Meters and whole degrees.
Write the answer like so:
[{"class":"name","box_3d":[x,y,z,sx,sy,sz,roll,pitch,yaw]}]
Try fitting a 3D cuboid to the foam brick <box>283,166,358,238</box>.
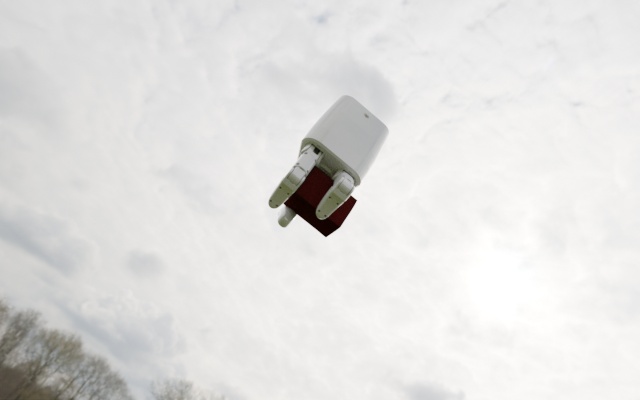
[{"class":"foam brick","box_3d":[0.000,0.002,0.647,0.078,0.051,0.053,39,-29,-7]}]
